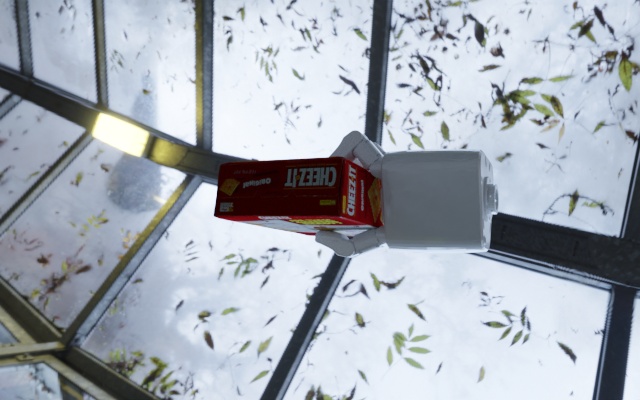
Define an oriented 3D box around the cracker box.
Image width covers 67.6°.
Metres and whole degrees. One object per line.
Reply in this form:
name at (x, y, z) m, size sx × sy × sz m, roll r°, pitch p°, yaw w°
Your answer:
cracker box at (0.000, 0.002, 0.600) m, size 0.164 × 0.072 × 0.214 m, roll -1°, pitch -10°, yaw 28°
